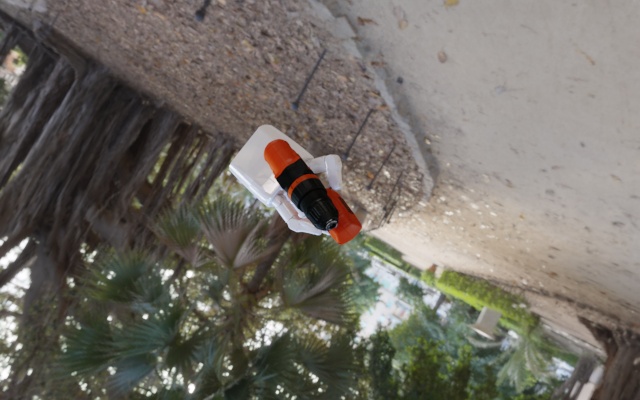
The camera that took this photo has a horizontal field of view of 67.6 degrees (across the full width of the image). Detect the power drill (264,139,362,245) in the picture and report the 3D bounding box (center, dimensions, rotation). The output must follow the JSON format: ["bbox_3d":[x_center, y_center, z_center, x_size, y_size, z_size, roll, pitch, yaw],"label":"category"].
[{"bbox_3d":[0.000,0.003,0.752,0.057,0.184,0.188,-38,-35,4],"label":"power drill"}]
